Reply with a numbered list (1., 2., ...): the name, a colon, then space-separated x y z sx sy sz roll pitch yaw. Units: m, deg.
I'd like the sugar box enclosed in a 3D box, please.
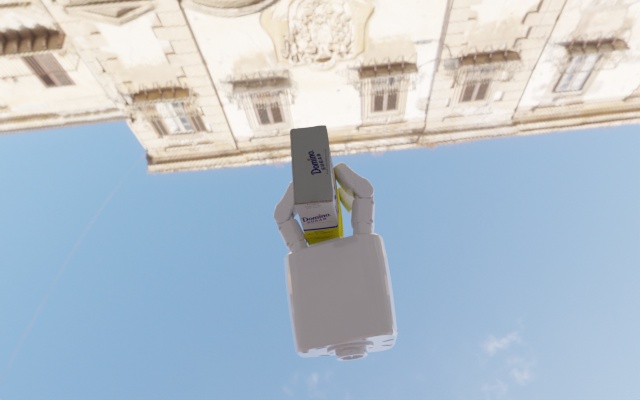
1. sugar box: 0.001 0.002 0.554 0.048 0.093 0.176 -6 -27 2
